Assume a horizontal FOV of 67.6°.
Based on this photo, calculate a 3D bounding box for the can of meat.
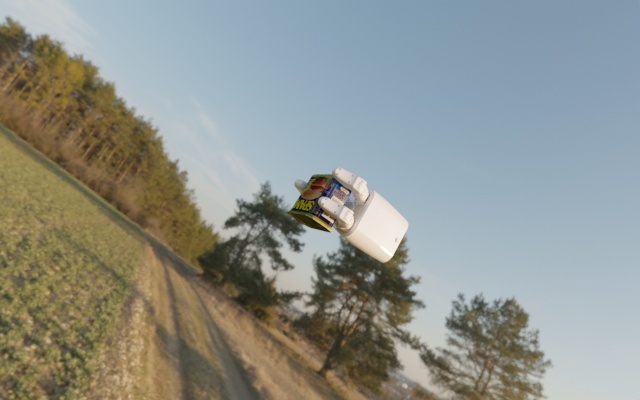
[{"bbox_3d":[0.000,0.002,0.829,0.057,0.084,0.102,36,-13,-24],"label":"can of meat"}]
